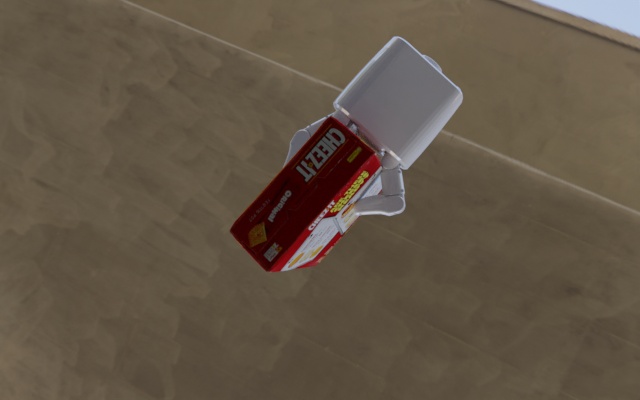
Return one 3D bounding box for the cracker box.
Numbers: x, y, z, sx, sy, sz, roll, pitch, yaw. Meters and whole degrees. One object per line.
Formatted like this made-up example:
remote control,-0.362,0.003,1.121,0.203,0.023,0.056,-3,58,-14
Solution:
cracker box,0.000,0.002,0.583,0.072,0.164,0.214,42,4,13
